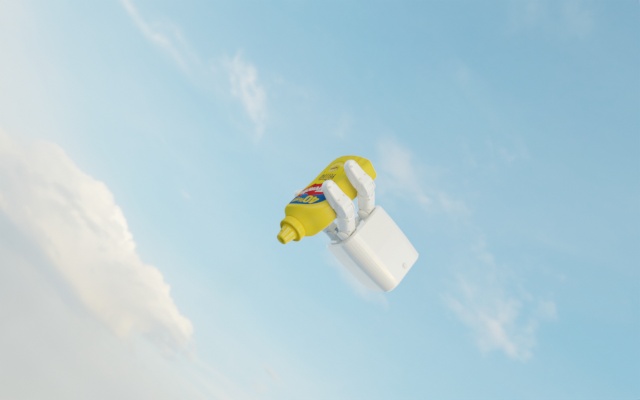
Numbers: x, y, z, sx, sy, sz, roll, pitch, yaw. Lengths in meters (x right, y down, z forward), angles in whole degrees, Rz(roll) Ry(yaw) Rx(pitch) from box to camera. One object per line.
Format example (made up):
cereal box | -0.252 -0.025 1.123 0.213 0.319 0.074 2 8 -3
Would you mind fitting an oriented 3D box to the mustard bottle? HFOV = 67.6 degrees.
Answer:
mustard bottle | 0.000 0.002 0.747 0.096 0.058 0.191 3 38 46
